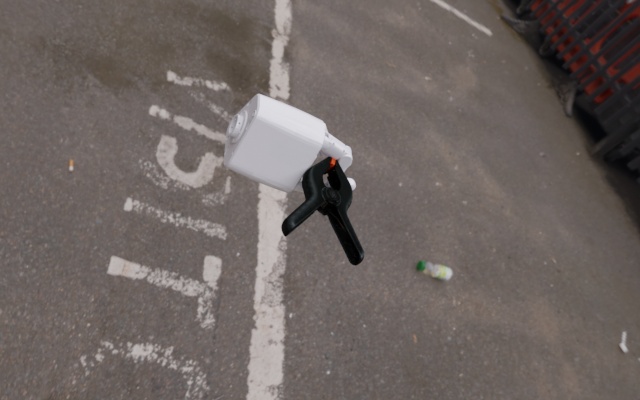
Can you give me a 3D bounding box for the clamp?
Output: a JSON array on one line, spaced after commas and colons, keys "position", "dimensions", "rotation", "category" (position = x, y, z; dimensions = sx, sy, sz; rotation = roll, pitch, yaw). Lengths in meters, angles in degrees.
[{"position": [0.001, 0.002, 0.654], "dimensions": [0.120, 0.171, 0.039], "rotation": [23, -48, -31], "category": "clamp"}]
